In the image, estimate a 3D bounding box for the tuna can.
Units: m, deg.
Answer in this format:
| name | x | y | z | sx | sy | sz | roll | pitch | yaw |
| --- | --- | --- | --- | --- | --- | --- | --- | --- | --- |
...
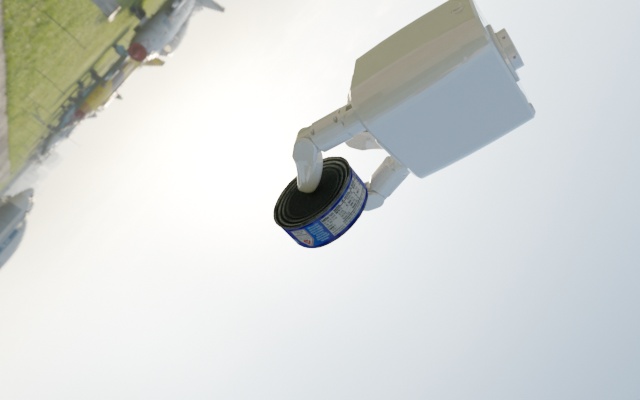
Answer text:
| name | x | y | z | sx | sy | sz | roll | pitch | yaw |
| --- | --- | --- | --- | --- | --- | --- | --- | --- | --- |
| tuna can | 0.000 | 0.002 | 0.437 | 0.086 | 0.086 | 0.034 | 0 | -40 | 50 |
